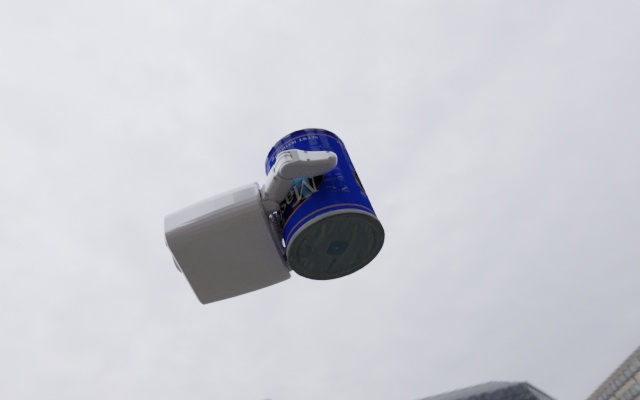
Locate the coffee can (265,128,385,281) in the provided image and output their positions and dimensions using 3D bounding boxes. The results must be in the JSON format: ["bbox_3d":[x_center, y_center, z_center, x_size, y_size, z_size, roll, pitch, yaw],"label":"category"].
[{"bbox_3d":[0.000,0.002,0.529,0.103,0.103,0.140,0,43,-20],"label":"coffee can"}]
